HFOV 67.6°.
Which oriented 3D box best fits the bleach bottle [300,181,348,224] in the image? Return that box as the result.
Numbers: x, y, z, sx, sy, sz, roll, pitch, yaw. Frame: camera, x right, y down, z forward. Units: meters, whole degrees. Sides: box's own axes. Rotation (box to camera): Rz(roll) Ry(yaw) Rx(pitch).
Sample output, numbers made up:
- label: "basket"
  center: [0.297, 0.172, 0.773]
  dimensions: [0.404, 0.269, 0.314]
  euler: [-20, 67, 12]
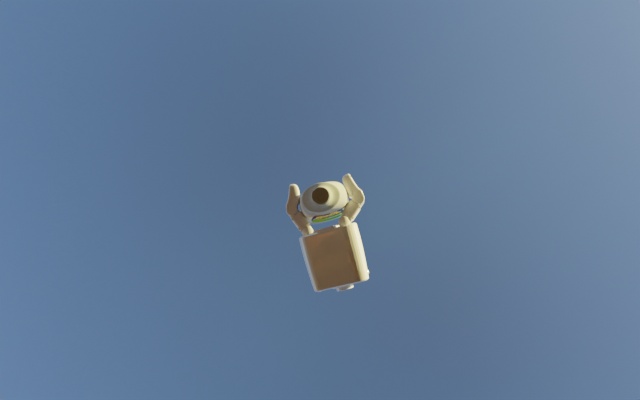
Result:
- label: "bleach bottle"
  center: [0.000, 0.003, 0.889]
  dimensions: [0.102, 0.068, 0.251]
  euler: [-14, -5, 3]
